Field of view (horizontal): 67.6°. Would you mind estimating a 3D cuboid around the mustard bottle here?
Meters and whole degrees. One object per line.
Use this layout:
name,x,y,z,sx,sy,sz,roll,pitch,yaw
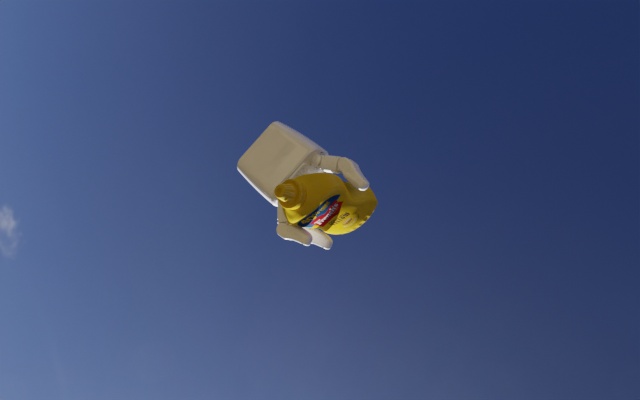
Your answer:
mustard bottle,0.000,0.003,0.697,0.096,0.058,0.192,-37,-28,24
